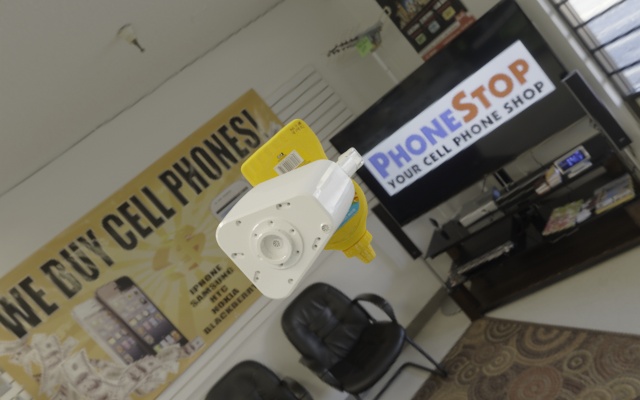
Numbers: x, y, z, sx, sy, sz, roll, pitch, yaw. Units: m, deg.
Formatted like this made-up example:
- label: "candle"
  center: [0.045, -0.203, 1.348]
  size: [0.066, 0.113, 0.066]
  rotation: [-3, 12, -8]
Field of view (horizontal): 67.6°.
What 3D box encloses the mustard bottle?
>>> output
- label: "mustard bottle"
  center: [0.000, 0.002, 0.581]
  size: [0.096, 0.191, 0.058]
  rotation: [-42, 7, -3]
